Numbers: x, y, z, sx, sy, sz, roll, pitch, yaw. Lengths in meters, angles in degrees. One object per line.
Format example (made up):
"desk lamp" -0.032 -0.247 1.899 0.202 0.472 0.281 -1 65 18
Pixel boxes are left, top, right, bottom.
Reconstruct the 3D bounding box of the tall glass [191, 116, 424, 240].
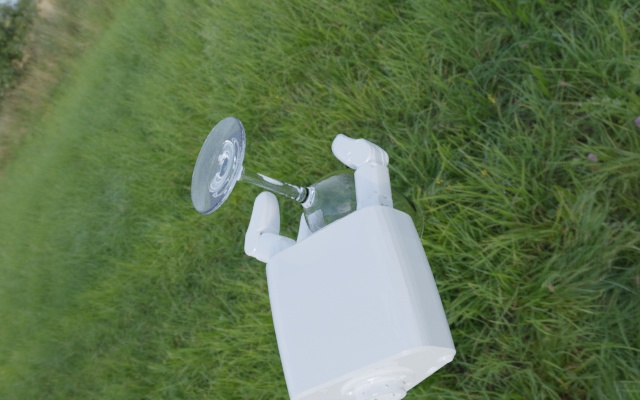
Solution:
"tall glass" 0.000 0.001 0.403 0.201 0.079 0.079 19 -12 -36
